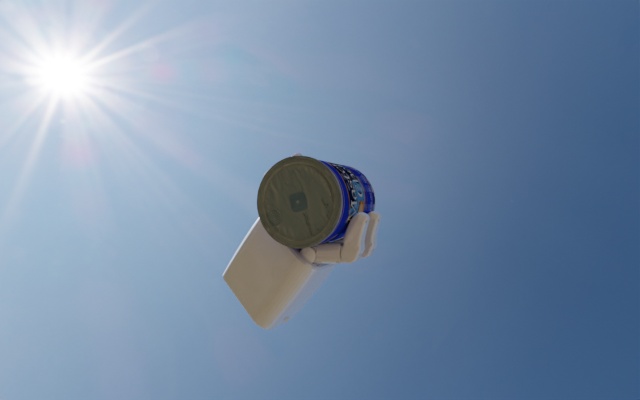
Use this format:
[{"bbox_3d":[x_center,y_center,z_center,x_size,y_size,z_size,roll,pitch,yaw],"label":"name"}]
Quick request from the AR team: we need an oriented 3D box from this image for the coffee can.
[{"bbox_3d":[0.000,0.002,0.589,0.103,0.103,0.140,0,0,22],"label":"coffee can"}]
